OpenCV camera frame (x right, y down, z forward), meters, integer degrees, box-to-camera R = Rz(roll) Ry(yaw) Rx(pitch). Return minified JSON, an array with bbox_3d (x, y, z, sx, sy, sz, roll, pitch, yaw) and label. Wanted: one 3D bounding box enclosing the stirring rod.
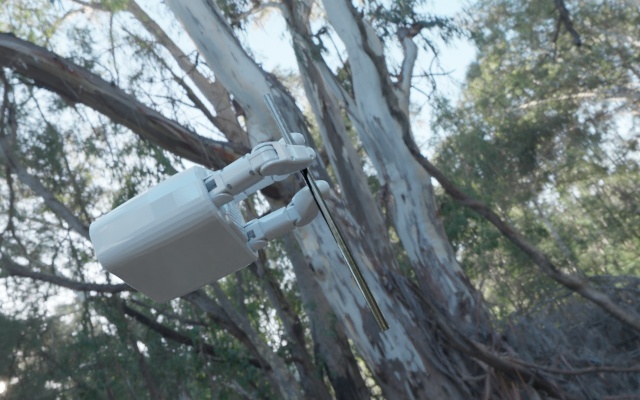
[{"bbox_3d":[0.000,0.001,0.417,0.011,0.239,0.011,-24,-20,-9],"label":"stirring rod"}]
